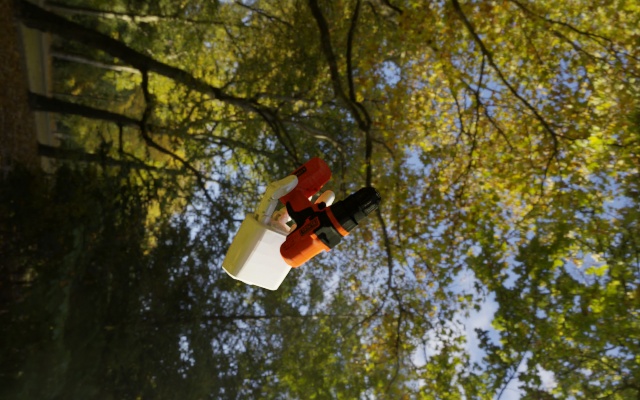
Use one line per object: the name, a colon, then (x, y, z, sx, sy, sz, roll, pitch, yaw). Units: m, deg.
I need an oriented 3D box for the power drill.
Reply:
power drill: (0.000, 0.003, 0.800, 0.184, 0.057, 0.187, -35, 34, 9)
